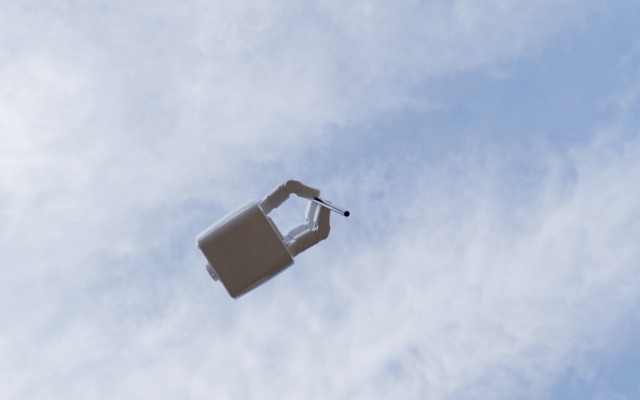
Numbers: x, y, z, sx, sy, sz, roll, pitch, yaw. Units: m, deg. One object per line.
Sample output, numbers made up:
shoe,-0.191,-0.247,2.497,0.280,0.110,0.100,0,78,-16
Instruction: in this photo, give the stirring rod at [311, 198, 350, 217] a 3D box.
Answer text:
stirring rod,0.000,0.002,0.705,0.011,0.011,0.239,0,7,-16
